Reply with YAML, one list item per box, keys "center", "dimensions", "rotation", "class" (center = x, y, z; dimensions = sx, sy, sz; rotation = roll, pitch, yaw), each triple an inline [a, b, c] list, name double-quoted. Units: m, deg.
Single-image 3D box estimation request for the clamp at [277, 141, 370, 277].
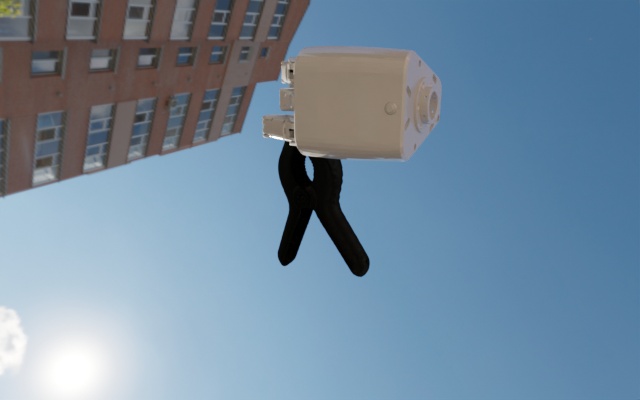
- center: [0.000, 0.001, 0.504]
  dimensions: [0.120, 0.171, 0.039]
  rotation: [9, 21, 31]
  class: "clamp"
